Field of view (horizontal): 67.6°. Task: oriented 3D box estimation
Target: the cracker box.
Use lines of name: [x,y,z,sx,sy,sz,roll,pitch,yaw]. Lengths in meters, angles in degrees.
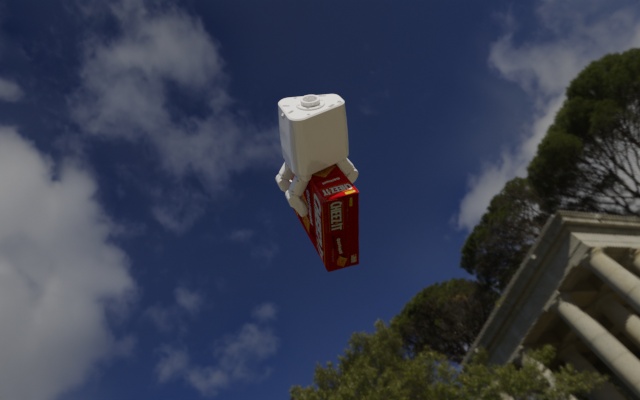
cracker box: [0.000,0.003,0.899,0.072,0.164,0.213,-14,37,-14]
